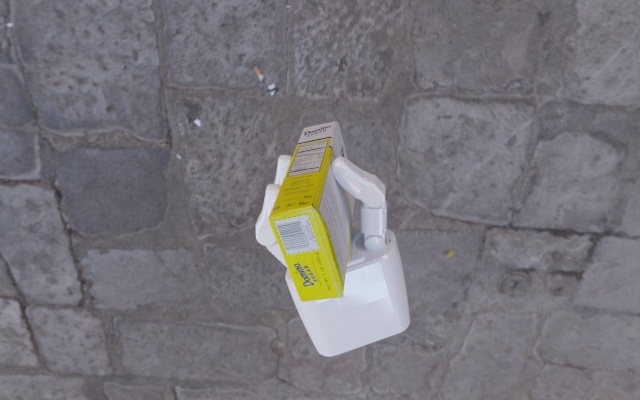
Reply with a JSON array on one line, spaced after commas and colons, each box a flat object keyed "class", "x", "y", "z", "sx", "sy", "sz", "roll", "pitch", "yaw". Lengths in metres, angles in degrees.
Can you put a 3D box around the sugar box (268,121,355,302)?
[{"class": "sugar box", "x": 0.000, "y": 0.002, "z": 0.458, "sx": 0.048, "sy": 0.093, "sz": 0.176, "roll": -11, "pitch": 29, "yaw": 12}]
